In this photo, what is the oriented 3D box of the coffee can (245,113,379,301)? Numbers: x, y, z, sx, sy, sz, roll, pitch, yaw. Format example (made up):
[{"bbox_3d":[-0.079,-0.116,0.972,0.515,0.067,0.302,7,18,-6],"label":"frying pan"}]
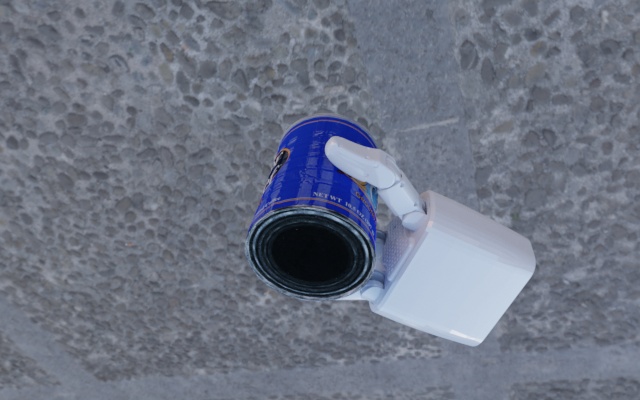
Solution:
[{"bbox_3d":[0.000,0.001,0.421,0.103,0.103,0.140,0,38,9],"label":"coffee can"}]
